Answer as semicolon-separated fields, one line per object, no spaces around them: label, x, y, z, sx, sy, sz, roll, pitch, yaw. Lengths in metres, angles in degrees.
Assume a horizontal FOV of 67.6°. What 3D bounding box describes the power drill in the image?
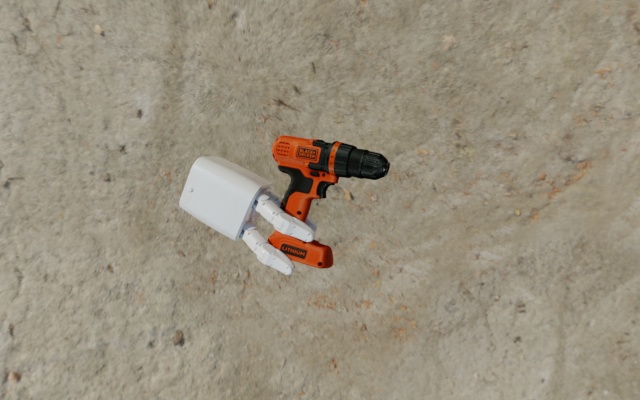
power drill;0.000;0.003;0.716;0.184;0.187;0.057;13;1;23
